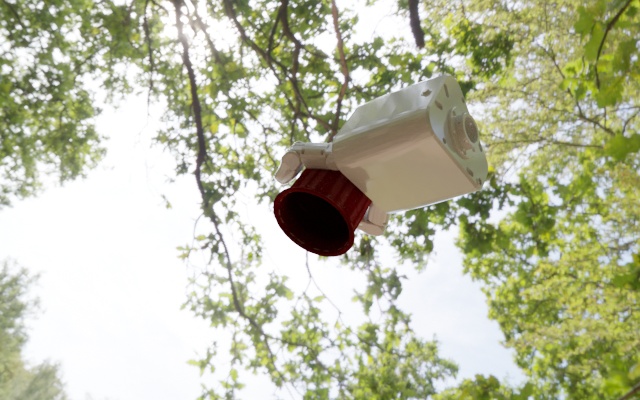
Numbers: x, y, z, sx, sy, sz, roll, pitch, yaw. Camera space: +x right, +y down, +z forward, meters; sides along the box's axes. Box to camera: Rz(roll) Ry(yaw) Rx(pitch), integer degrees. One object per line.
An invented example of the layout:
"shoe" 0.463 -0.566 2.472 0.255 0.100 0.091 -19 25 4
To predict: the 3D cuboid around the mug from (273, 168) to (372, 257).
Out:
"mug" -0.001 0.002 0.521 0.117 0.093 0.081 -14 30 41
